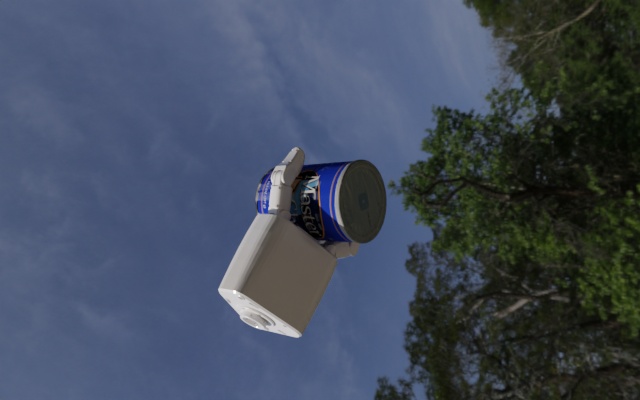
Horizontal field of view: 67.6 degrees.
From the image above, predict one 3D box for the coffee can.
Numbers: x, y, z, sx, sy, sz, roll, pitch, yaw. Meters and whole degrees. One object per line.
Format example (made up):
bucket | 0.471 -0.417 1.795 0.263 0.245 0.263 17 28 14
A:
coffee can | 0.000 0.002 0.625 0.140 0.103 0.103 -1 -1 40
